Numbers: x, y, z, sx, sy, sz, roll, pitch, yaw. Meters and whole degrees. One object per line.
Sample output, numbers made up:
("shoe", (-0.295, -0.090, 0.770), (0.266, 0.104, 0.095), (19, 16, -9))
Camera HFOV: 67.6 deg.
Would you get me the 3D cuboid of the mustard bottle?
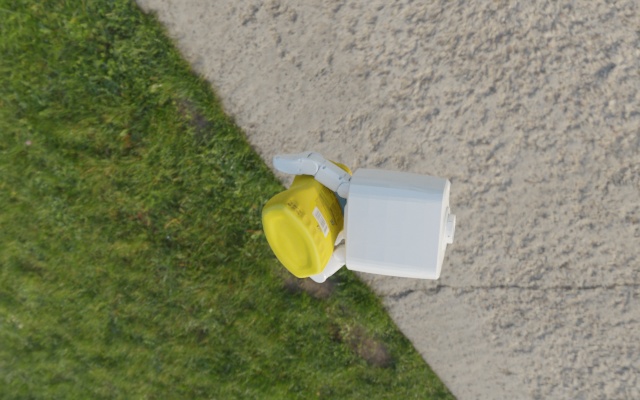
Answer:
("mustard bottle", (0.000, 0.002, 0.588), (0.058, 0.096, 0.191), (-18, 20, 30))
